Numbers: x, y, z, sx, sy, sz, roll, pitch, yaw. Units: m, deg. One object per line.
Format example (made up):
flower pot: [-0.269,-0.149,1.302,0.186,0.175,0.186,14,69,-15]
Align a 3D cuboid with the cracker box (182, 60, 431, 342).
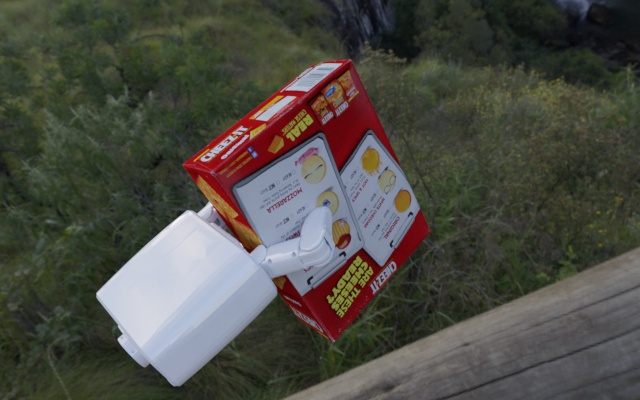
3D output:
cracker box: [0.000,0.001,0.461,0.164,0.214,0.072,-44,33,-21]
